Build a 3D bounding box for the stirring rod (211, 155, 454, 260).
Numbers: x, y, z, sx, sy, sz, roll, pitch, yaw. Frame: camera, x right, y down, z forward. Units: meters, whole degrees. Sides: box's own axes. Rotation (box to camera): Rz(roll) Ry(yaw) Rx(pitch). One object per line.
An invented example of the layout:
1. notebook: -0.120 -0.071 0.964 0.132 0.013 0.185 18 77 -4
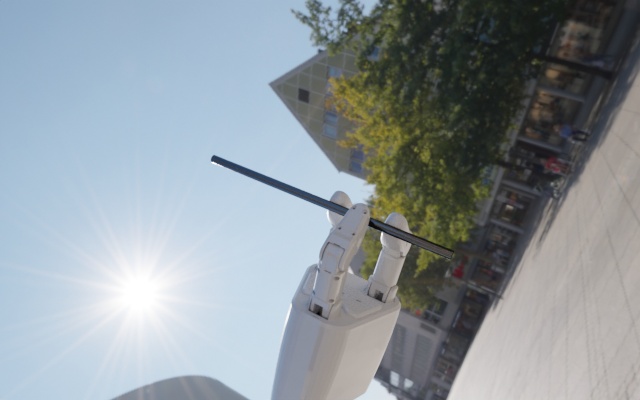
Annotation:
1. stirring rod: 0.000 0.001 0.420 0.239 0.011 0.011 22 8 21
